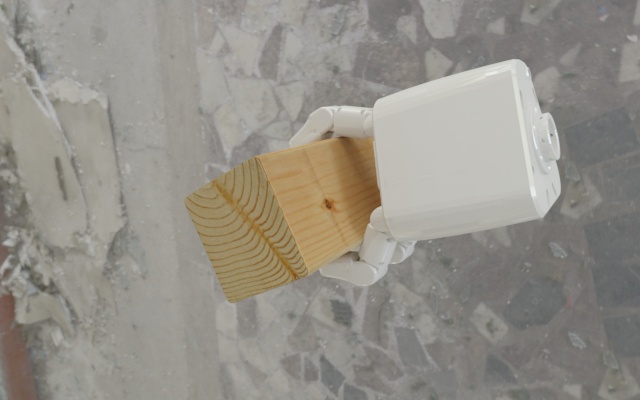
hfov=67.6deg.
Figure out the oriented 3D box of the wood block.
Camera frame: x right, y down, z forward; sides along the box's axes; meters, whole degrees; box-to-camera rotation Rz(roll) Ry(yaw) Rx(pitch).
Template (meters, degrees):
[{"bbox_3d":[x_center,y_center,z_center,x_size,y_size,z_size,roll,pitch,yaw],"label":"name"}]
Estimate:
[{"bbox_3d":[0.000,0.001,0.423,0.090,0.091,0.206,-25,-2,36],"label":"wood block"}]
